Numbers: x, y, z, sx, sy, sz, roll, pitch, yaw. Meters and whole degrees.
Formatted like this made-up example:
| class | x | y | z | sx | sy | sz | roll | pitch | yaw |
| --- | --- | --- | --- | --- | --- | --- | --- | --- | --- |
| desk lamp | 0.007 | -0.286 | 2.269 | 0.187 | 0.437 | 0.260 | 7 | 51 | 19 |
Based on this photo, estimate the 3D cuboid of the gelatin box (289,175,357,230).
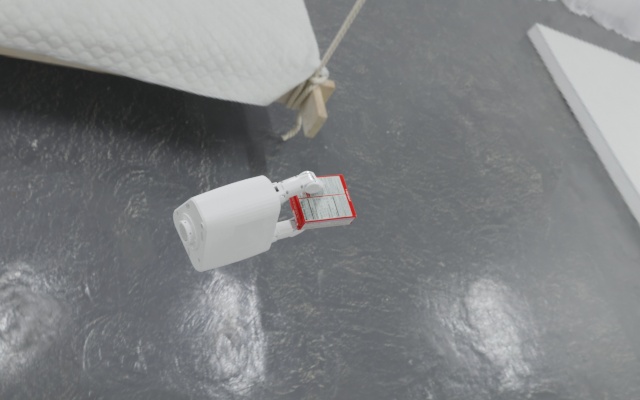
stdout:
| class | x | y | z | sx | sy | sz | roll | pitch | yaw |
| --- | --- | --- | --- | --- | --- | --- | --- | --- | --- |
| gelatin box | 0.001 | 0.002 | 0.703 | 0.089 | 0.073 | 0.030 | -6 | -26 | -25 |
